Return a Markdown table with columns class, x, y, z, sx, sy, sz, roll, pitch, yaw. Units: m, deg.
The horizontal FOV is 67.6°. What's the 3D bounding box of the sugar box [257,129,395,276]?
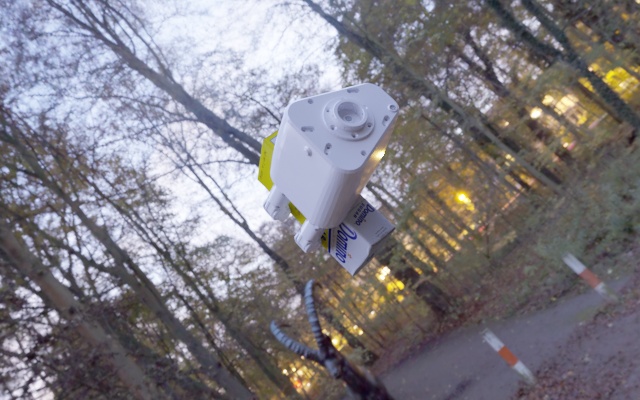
| class | x | y | z | sx | sy | sz | roll | pitch | yaw |
| --- | --- | --- | --- | --- | --- | --- | --- | --- | --- |
| sugar box | 0.000 | 0.002 | 0.565 | 0.048 | 0.176 | 0.093 | -36 | -16 | -26 |
